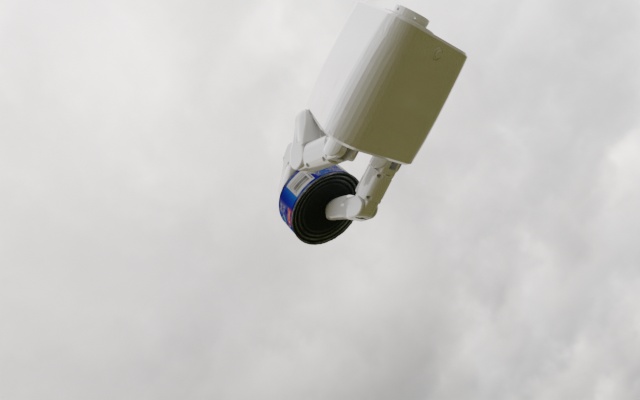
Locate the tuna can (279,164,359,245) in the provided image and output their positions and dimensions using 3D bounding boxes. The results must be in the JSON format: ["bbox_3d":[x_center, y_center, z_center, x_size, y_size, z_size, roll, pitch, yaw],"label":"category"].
[{"bbox_3d":[0.000,0.001,0.498,0.086,0.086,0.033,0,30,-37],"label":"tuna can"}]
